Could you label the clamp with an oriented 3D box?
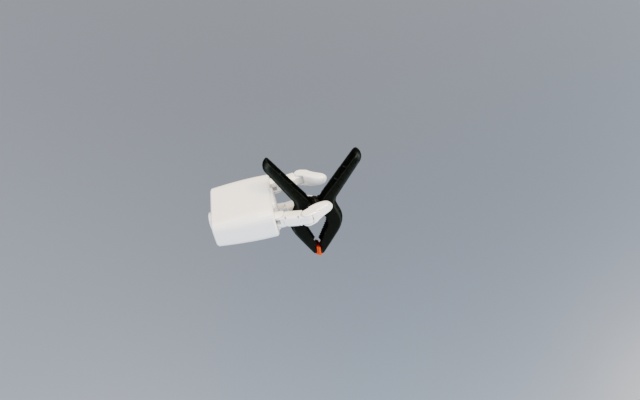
[{"bbox_3d":[0.000,0.004,0.834,0.164,0.210,0.036,-12,32,-2],"label":"clamp"}]
